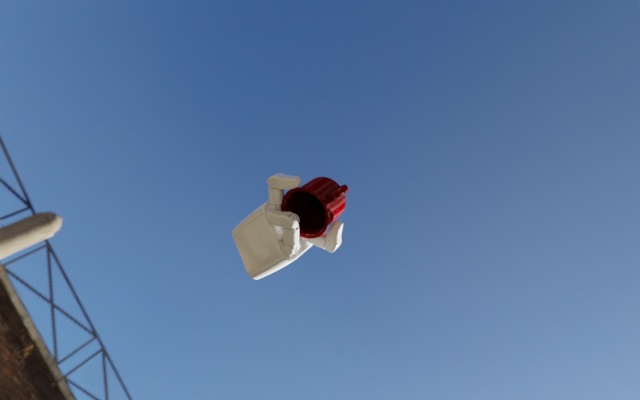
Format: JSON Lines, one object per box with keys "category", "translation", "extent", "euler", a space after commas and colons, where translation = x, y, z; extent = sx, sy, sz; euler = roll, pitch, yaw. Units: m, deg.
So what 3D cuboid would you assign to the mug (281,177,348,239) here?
{"category": "mug", "translation": [0.001, 0.002, 0.824], "extent": [0.117, 0.093, 0.081], "euler": [-33, 2, 36]}
